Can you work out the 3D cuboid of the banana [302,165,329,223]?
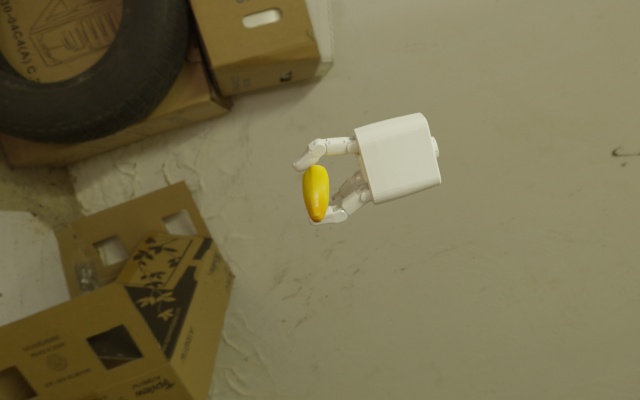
[{"bbox_3d":[-0.004,-0.016,0.684,0.037,0.069,0.198,-13,5,2],"label":"banana"}]
